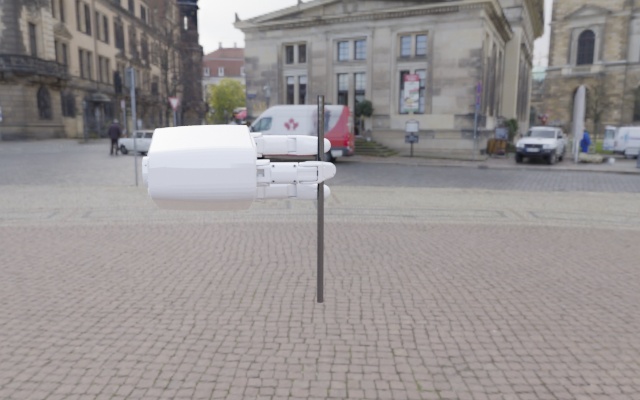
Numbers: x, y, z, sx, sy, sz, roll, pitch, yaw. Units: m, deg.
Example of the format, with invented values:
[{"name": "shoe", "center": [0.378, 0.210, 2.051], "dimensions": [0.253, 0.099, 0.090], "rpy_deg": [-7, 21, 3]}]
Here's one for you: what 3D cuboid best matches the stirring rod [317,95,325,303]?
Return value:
[{"name": "stirring rod", "center": [0.000, 0.002, 0.550], "dimensions": [0.011, 0.239, 0.011], "rpy_deg": [0, 9, 0]}]
